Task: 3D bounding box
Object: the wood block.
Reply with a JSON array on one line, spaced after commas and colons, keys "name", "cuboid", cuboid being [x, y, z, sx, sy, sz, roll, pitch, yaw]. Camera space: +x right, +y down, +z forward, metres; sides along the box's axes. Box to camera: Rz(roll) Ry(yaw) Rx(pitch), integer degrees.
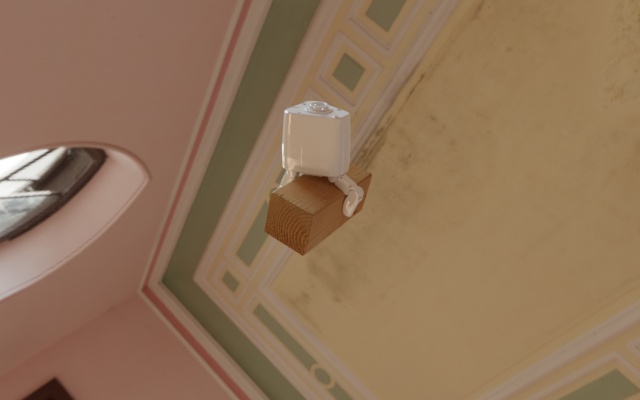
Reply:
[{"name": "wood block", "cuboid": [0.001, 0.003, 0.879, 0.091, 0.090, 0.206, 29, 36, 22]}]
